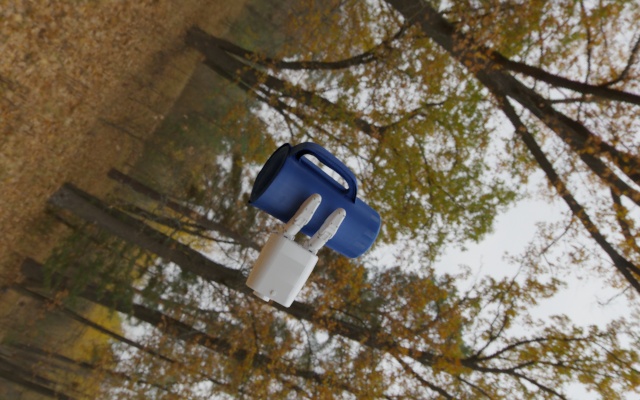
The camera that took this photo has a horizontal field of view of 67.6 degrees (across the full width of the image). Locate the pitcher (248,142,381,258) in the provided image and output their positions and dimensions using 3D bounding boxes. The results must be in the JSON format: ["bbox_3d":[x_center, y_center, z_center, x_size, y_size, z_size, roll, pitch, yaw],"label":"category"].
[{"bbox_3d":[0.000,0.003,0.899,0.243,0.145,0.149,33,-11,-20],"label":"pitcher"}]
